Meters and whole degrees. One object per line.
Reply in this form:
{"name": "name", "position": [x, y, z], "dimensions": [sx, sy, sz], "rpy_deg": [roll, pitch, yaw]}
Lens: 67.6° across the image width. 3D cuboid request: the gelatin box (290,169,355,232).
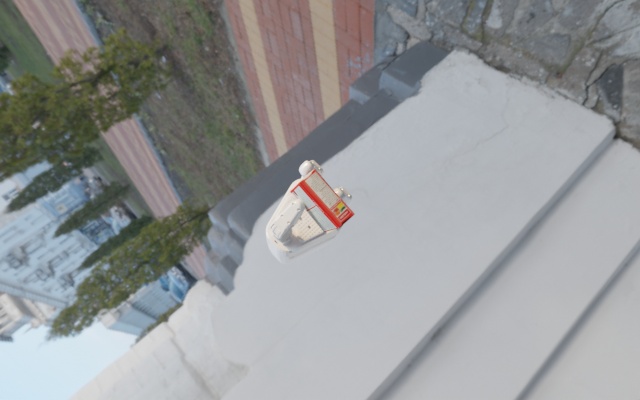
{"name": "gelatin box", "position": [0.000, 0.002, 0.605], "dimensions": [0.030, 0.073, 0.089], "rpy_deg": [-42, 2, -12]}
